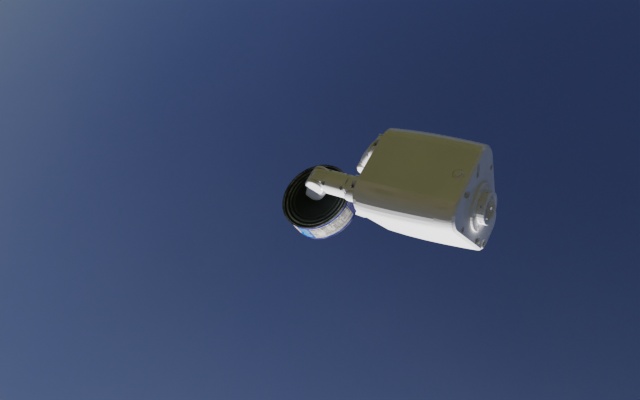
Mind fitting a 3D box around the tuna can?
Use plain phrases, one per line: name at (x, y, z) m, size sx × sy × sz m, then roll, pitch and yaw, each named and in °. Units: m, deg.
tuna can at (0.000, 0.002, 0.567) m, size 0.086 × 0.086 × 0.034 m, roll 0°, pitch -30°, yaw 28°
